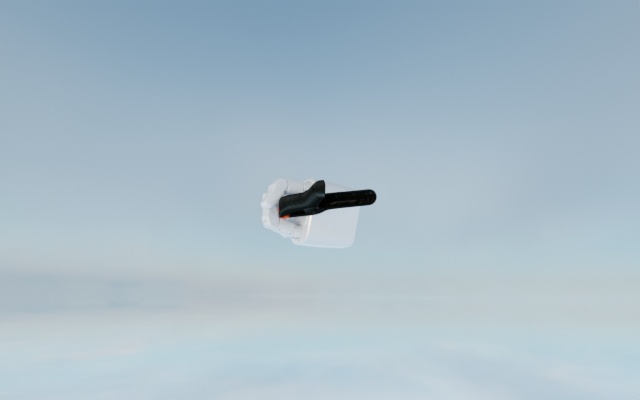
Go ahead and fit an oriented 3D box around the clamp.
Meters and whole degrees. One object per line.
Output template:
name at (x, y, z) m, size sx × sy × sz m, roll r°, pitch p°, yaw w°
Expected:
clamp at (0.000, 0.003, 0.745) m, size 0.120 × 0.039 × 0.171 m, roll 13°, pitch -16°, yaw -32°
